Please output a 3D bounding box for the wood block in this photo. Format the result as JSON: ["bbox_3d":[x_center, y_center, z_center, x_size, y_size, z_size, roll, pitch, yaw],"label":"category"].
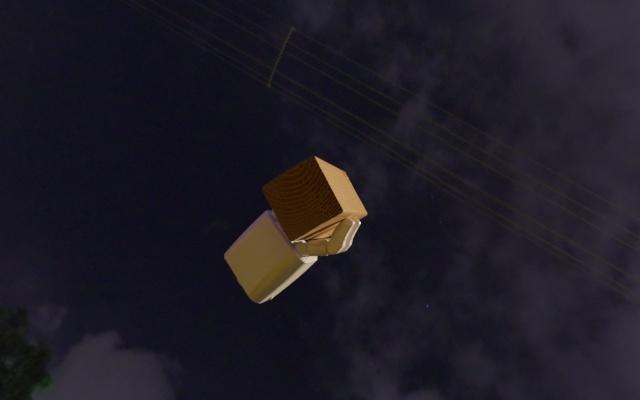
[{"bbox_3d":[0.000,0.002,0.749,0.090,0.091,0.206,-31,-9,11],"label":"wood block"}]
